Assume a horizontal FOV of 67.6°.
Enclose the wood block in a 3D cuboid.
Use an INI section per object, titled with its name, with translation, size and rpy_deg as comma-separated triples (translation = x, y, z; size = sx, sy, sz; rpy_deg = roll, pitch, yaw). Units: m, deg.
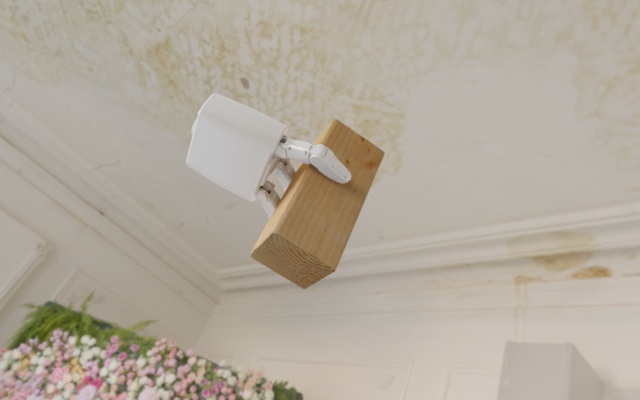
[wood block]
translation = 0.000, 0.002, 0.646
size = 0.090, 0.206, 0.091
rpy_deg = 33, -35, -10
